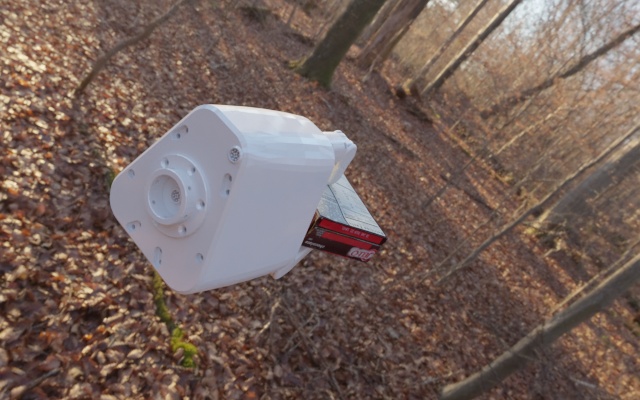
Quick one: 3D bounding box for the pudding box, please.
[{"bbox_3d":[0.000,0.001,0.445,0.090,0.039,0.113,21,29,-41],"label":"pudding box"}]
